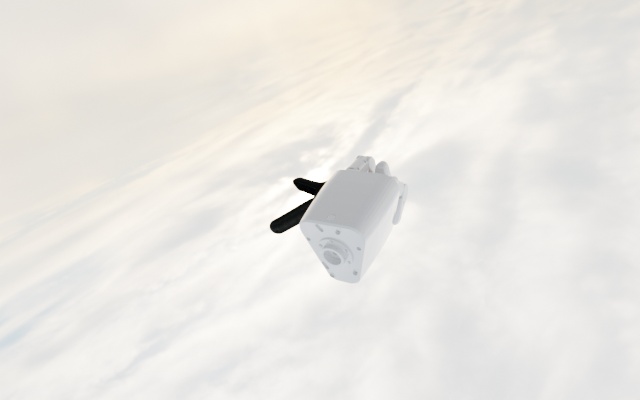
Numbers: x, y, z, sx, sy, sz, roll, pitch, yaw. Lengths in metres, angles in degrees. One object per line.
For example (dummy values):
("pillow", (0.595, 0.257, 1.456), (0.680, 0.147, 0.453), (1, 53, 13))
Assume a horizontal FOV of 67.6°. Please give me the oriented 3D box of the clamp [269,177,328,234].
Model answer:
("clamp", (0.001, 0.003, 0.725), (0.171, 0.120, 0.039), (-7, -44, 41))
